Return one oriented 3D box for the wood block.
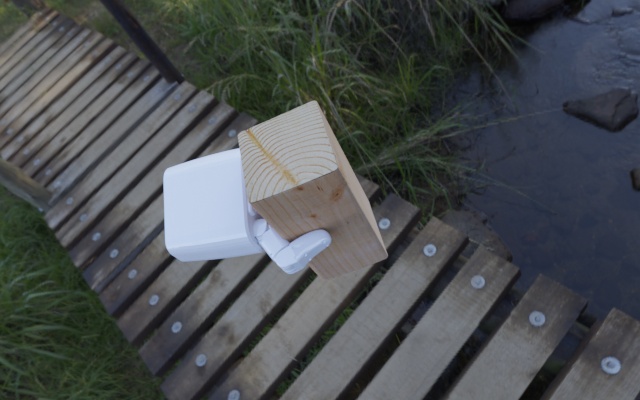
[{"bbox_3d":[0.000,0.002,0.530,0.090,0.090,0.206,-21,-34,10],"label":"wood block"}]
